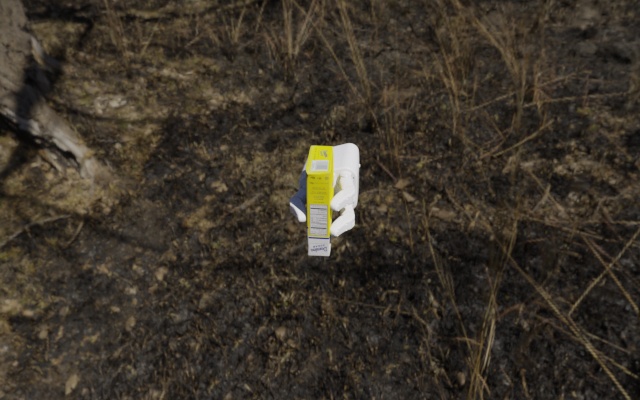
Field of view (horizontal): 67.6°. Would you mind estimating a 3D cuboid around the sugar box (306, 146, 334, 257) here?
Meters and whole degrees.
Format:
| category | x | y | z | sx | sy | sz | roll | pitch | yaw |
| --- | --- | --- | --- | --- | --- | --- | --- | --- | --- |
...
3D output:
| category | x | y | z | sx | sy | sz | roll | pitch | yaw |
| --- | --- | --- | --- | --- | --- | --- | --- | --- | --- |
| sugar box | 0.001 | 0.003 | 0.841 | 0.048 | 0.176 | 0.093 | 1 | 35 | 5 |
